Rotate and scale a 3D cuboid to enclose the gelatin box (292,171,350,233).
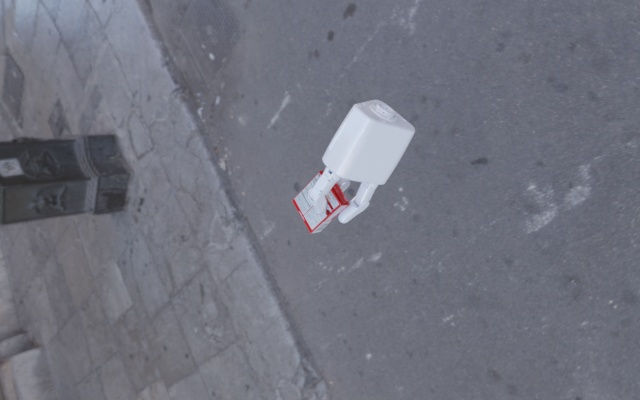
[{"bbox_3d":[0.000,0.003,0.833,0.030,0.073,0.089,-4,-33,-51],"label":"gelatin box"}]
